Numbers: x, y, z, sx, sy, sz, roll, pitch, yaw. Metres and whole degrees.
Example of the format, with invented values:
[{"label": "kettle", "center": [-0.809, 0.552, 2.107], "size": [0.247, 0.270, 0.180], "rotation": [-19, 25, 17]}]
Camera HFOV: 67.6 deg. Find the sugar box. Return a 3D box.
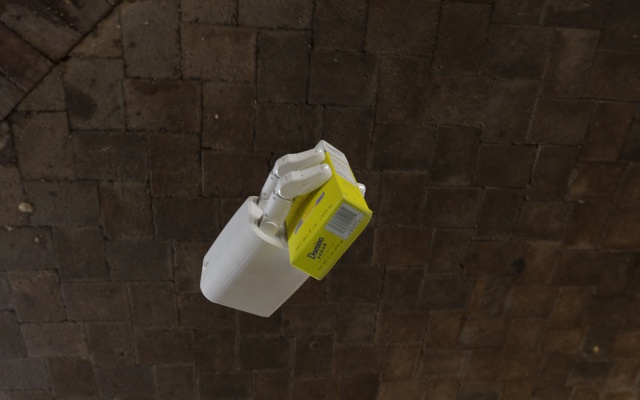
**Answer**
[{"label": "sugar box", "center": [0.000, 0.002, 0.552], "size": [0.048, 0.093, 0.176], "rotation": [31, 17, -22]}]
